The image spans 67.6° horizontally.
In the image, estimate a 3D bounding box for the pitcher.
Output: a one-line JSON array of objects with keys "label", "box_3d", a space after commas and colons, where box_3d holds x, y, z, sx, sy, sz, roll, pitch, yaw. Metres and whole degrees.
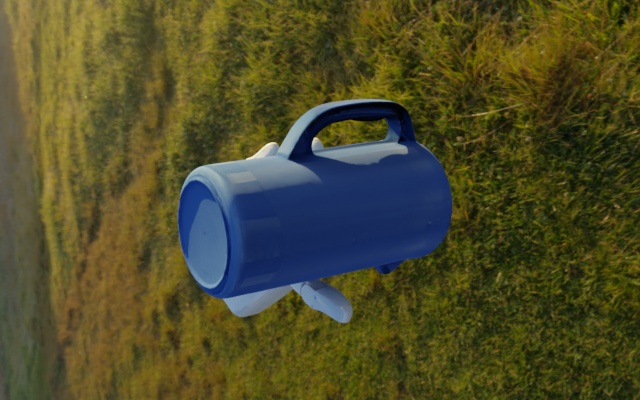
[{"label": "pitcher", "box_3d": [0.000, 0.002, 0.447, 0.243, 0.149, 0.145, -9, -23, -39]}]
